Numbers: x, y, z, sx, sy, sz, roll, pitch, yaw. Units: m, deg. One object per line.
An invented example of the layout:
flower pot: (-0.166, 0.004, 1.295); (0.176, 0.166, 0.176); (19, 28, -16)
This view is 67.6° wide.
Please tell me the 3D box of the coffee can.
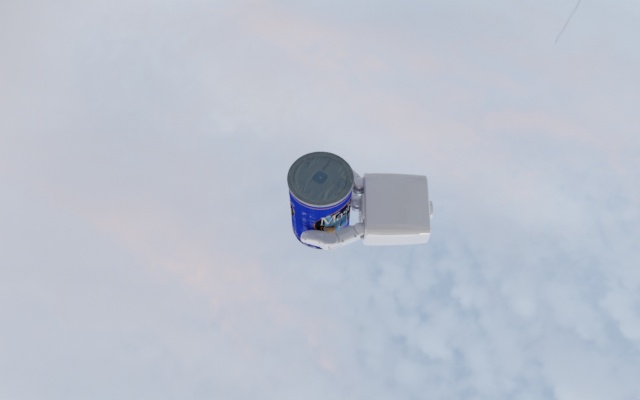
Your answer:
coffee can: (0.000, 0.003, 0.787); (0.103, 0.102, 0.140); (0, -33, 0)
